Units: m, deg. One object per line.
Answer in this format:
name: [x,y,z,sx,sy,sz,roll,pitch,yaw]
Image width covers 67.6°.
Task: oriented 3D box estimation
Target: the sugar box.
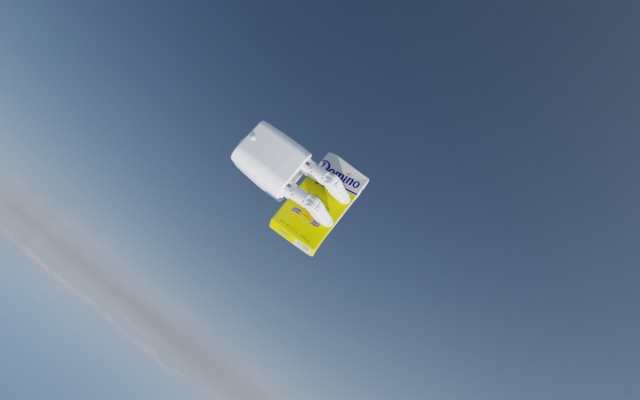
sugar box: [0.000,0.003,0.847,0.093,0.176,0.048,36,-23,5]
